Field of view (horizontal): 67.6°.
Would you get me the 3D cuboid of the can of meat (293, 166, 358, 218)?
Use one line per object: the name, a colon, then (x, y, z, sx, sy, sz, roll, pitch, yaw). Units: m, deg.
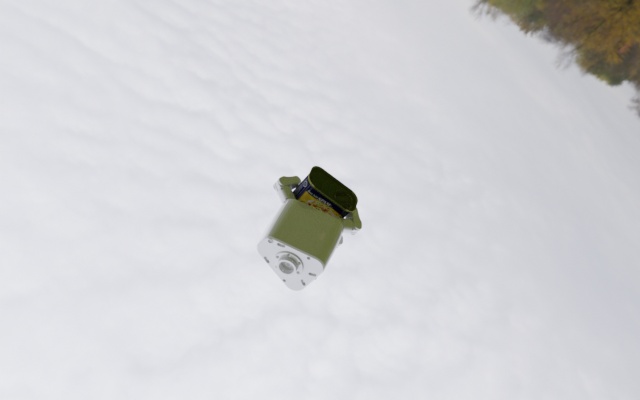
can of meat: (0.000, 0.003, 0.845, 0.102, 0.057, 0.084, 36, -53, -12)
